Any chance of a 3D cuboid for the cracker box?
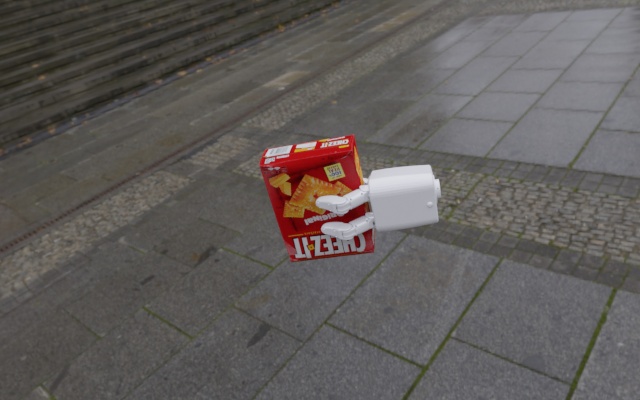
[{"bbox_3d":[0.000,0.003,0.854,0.164,0.214,0.072,-8,30,12],"label":"cracker box"}]
